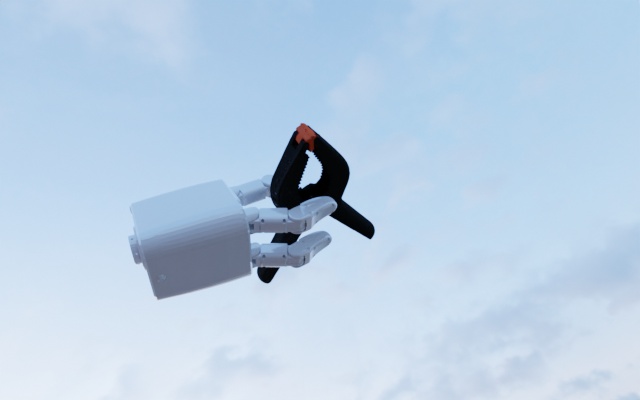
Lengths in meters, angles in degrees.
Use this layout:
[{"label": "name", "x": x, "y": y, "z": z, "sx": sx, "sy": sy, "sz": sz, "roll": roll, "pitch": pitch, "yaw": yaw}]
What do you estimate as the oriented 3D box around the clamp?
[{"label": "clamp", "x": 0.000, "y": 0.001, "z": 0.558, "sx": 0.164, "sy": 0.210, "sz": 0.036, "roll": -17, "pitch": 45, "yaw": -22}]
